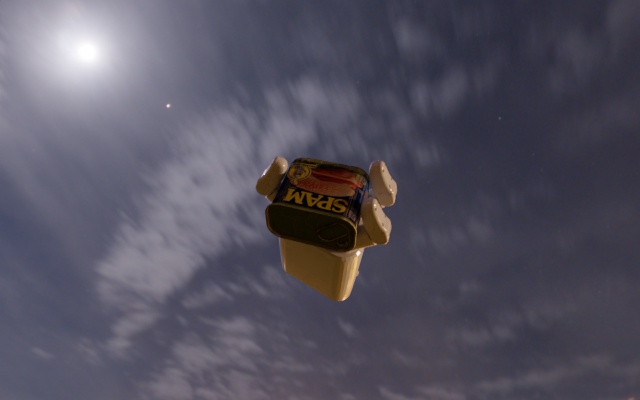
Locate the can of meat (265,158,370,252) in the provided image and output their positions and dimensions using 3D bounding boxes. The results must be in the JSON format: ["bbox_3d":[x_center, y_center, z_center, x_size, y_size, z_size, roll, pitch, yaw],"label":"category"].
[{"bbox_3d":[0.000,0.001,0.541,0.102,0.084,0.057,12,-42,11],"label":"can of meat"}]
